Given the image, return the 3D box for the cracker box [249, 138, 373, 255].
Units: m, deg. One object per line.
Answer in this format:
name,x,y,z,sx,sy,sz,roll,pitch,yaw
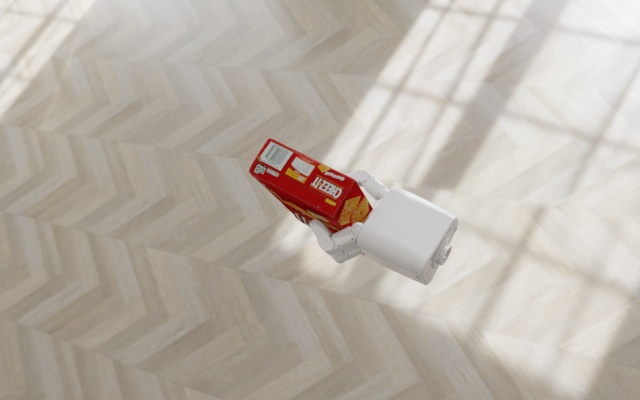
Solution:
cracker box,0.000,0.002,0.775,0.164,0.072,0.214,28,-11,26
